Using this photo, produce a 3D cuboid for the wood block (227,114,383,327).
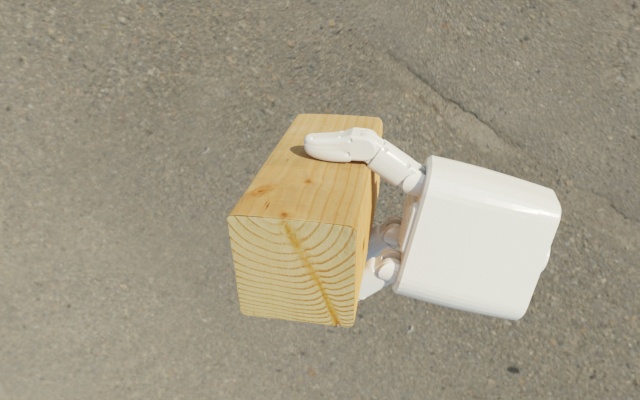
[{"bbox_3d":[0.000,0.001,0.422,0.090,0.091,0.206,5,30,10],"label":"wood block"}]
